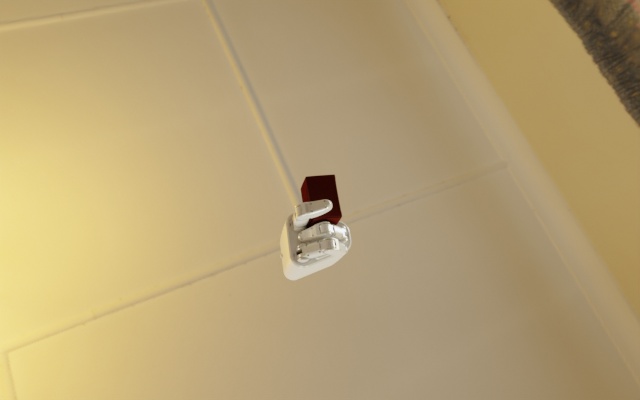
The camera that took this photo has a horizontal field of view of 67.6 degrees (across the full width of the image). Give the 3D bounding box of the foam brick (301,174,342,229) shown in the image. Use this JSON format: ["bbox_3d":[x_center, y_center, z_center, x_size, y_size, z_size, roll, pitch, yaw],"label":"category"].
[{"bbox_3d":[0.000,0.002,0.803,0.053,0.078,0.051,-3,-22,-14],"label":"foam brick"}]
